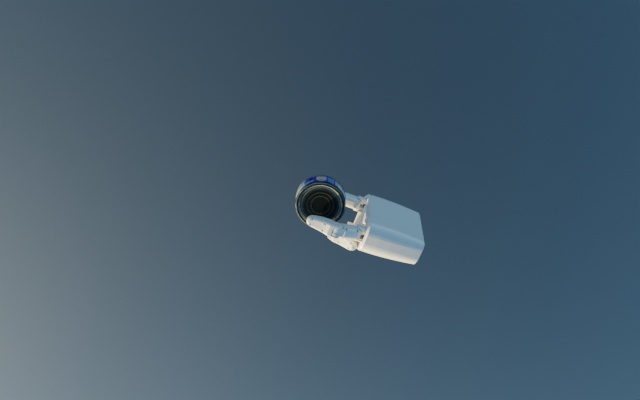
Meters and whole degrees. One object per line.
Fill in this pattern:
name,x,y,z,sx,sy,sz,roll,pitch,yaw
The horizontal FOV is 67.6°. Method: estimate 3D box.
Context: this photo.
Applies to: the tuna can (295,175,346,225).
tuna can,0.000,0.003,0.804,0.086,0.086,0.033,0,23,1
